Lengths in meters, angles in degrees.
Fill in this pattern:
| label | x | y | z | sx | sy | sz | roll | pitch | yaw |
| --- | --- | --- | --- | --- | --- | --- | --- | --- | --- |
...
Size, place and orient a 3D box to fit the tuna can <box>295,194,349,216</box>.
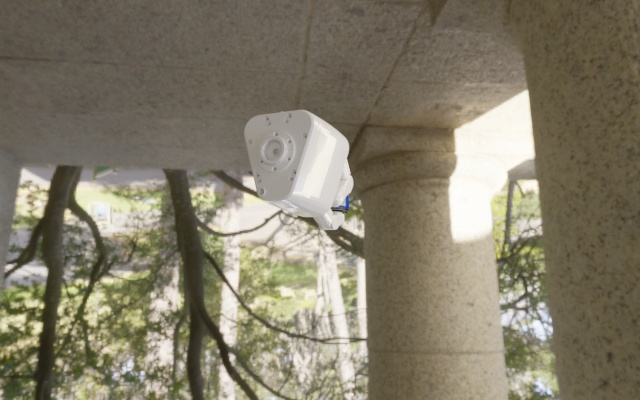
| label | x | y | z | sx | sy | sz | roll | pitch | yaw |
| --- | --- | --- | --- | --- | --- | --- | --- | --- | --- |
| tuna can | 0.000 | 0.003 | 0.713 | 0.086 | 0.033 | 0.086 | -2 | -9 | 0 |
